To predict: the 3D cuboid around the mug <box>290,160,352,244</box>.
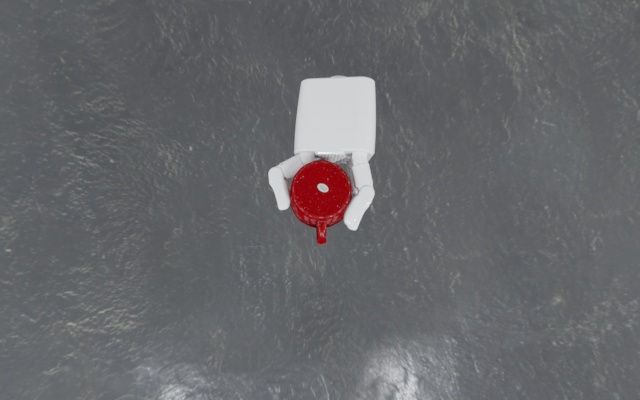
[{"bbox_3d":[0.000,0.004,0.666,0.093,0.117,0.081,2,-7,-1],"label":"mug"}]
